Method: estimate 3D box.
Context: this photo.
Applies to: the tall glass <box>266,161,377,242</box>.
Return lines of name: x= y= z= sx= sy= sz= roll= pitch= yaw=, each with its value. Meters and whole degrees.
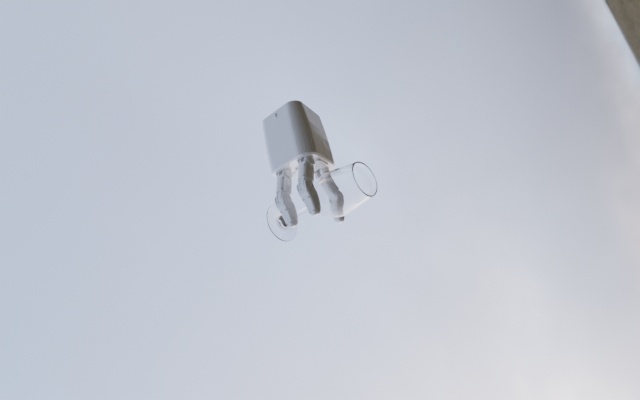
tall glass: x=0.000 y=0.003 z=0.818 sx=0.201 sy=0.079 sz=0.079 roll=-27 pitch=-17 yaw=36
